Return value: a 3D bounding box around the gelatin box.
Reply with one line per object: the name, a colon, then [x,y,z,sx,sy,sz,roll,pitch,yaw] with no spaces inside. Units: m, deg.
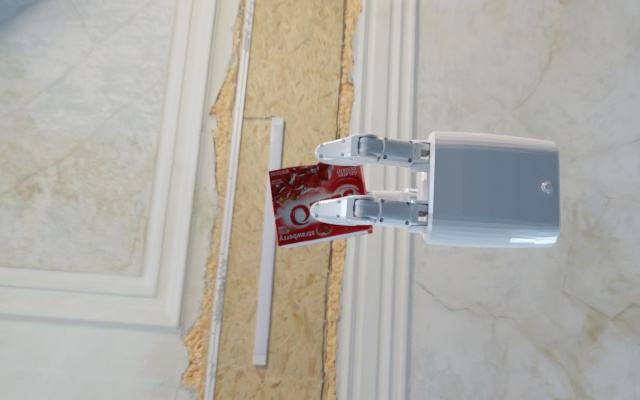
gelatin box: [0.000,0.002,0.450,0.089,0.073,0.030,-10,-12,7]
